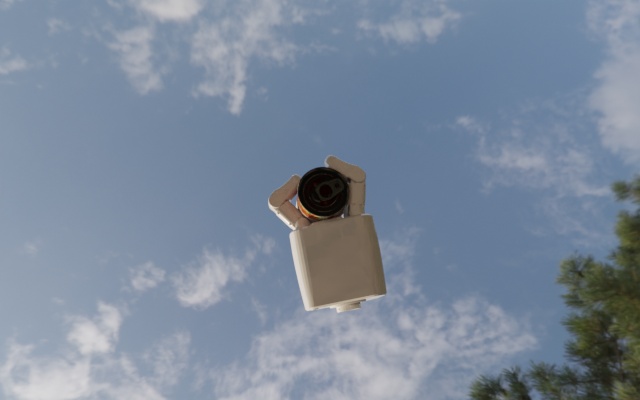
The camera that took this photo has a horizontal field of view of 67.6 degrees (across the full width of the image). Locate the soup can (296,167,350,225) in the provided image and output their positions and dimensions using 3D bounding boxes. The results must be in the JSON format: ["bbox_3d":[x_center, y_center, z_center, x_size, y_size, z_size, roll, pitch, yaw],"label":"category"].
[{"bbox_3d":[0.000,0.002,0.664,0.068,0.068,0.102,0,-16,-5],"label":"soup can"}]
